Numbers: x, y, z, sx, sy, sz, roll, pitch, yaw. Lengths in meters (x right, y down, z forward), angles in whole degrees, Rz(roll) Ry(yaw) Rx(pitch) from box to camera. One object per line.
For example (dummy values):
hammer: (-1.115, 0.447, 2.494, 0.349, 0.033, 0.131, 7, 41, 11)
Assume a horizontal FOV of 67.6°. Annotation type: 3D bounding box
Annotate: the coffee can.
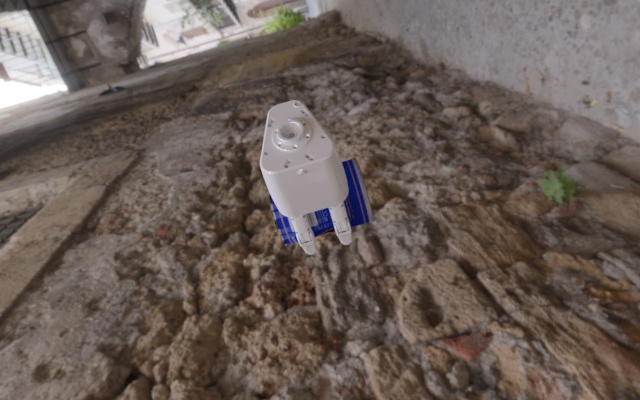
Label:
coffee can: (0.000, 0.002, 0.732, 0.140, 0.103, 0.103, -16, -1, 2)
